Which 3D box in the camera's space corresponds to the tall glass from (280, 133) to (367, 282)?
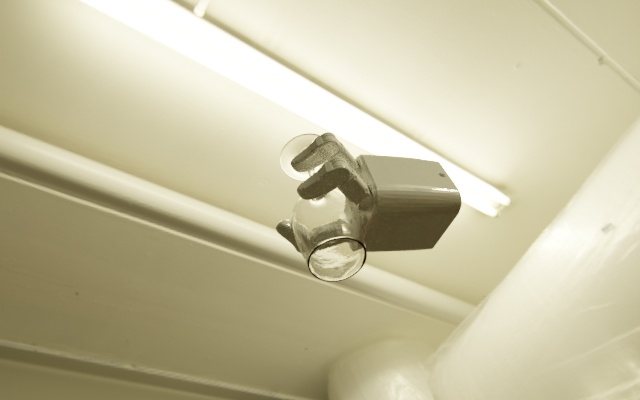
[{"bbox_3d":[0.000,0.001,0.561,0.079,0.079,0.201,0,36,-12],"label":"tall glass"}]
